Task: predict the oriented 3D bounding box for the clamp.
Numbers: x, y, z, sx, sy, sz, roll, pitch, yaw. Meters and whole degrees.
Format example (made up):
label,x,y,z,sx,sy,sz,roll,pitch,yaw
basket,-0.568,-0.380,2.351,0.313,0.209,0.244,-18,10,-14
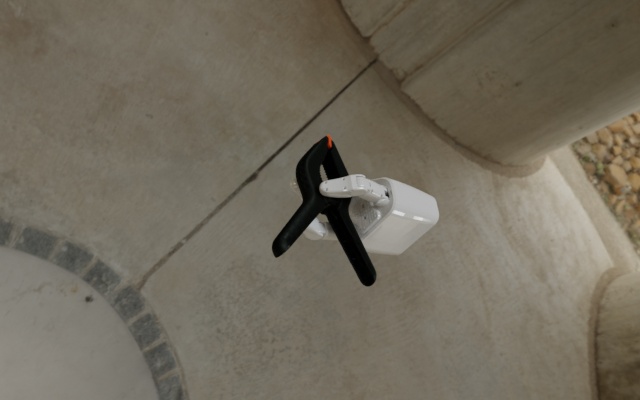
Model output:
label,x,y,z,sx,sy,sz,roll,pitch,yaw
clamp,0.001,0.001,0.625,0.164,0.210,0.036,17,-34,-41
